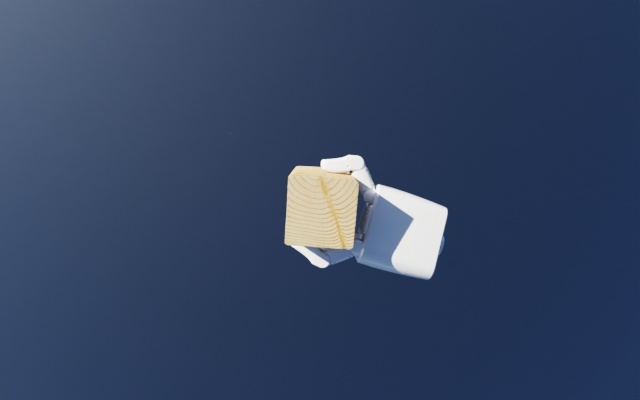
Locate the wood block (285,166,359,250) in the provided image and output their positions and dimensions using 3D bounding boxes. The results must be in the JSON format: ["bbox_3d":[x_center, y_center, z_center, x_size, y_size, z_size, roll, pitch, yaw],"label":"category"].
[{"bbox_3d":[0.001,0.002,0.697,0.090,0.091,0.206,4,7,-1],"label":"wood block"}]
